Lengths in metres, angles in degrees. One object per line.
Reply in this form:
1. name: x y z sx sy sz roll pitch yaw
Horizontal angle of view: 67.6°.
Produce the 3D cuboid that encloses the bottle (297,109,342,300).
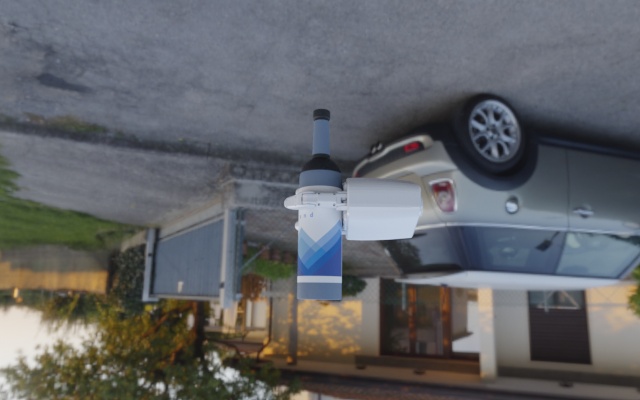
1. bottle: 0.000 0.003 0.737 0.069 0.295 0.069 1 -10 0
